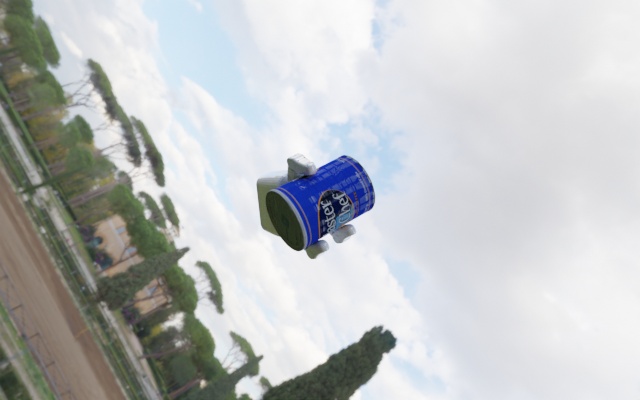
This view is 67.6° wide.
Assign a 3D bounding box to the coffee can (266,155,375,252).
[{"bbox_3d":[0.000,0.002,0.749,0.140,0.103,0.103,-28,13,-26],"label":"coffee can"}]
